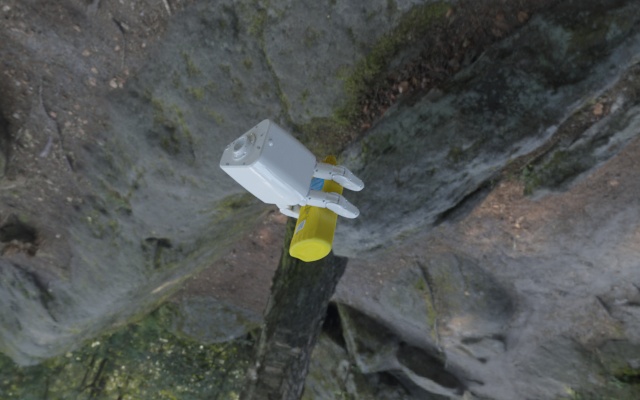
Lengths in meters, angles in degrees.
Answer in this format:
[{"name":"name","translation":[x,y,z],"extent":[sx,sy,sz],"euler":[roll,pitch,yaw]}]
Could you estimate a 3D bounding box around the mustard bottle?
[{"name":"mustard bottle","translation":[0.000,0.003,0.815],"extent":[0.058,0.191,0.096],"euler":[23,-32,-17]}]
